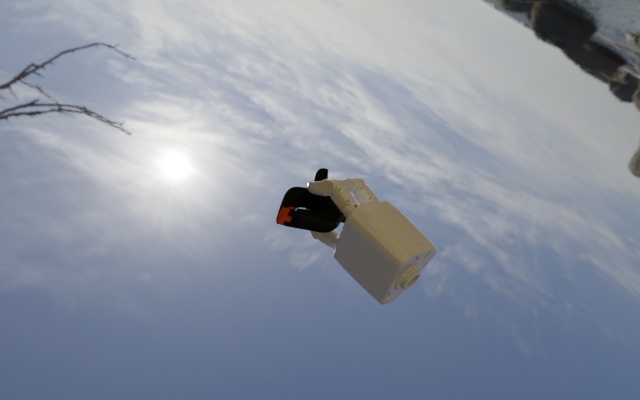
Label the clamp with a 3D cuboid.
[{"bbox_3d":[0.000,0.003,0.749,0.210,0.036,0.164,-6,40,-49],"label":"clamp"}]
